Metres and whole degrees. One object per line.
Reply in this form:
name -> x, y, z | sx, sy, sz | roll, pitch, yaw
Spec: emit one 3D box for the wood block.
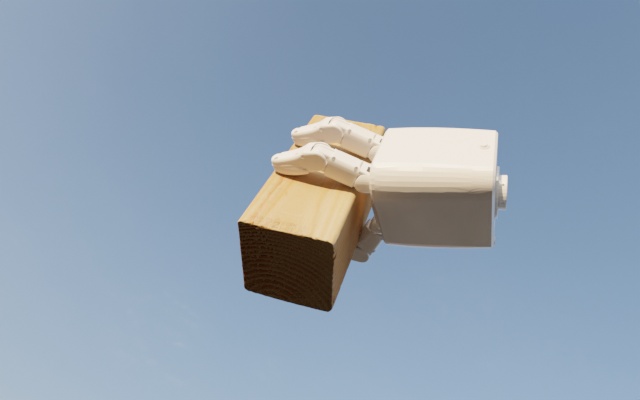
wood block -> 0.000, 0.002, 0.501 | 0.090, 0.091, 0.206 | 12, 38, 14
